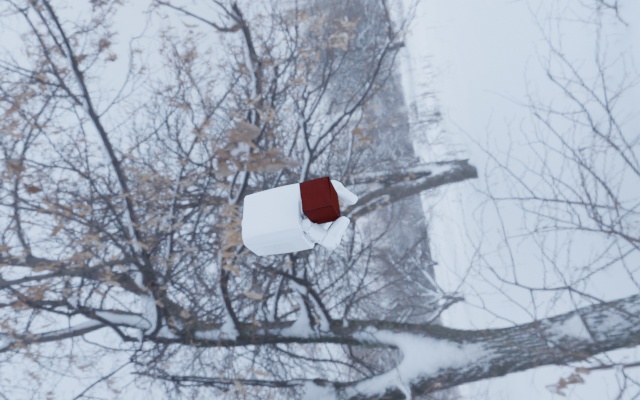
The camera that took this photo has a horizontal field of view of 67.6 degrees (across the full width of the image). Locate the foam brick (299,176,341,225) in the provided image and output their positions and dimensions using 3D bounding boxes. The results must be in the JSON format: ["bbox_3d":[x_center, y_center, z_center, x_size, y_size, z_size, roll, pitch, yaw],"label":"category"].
[{"bbox_3d":[0.000,0.002,0.790,0.051,0.053,0.078,-11,-23,9],"label":"foam brick"}]
